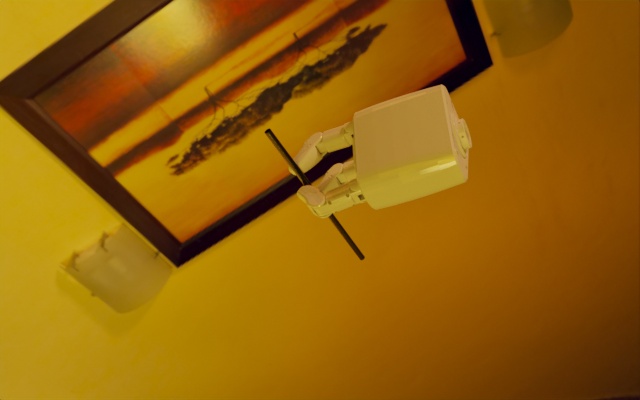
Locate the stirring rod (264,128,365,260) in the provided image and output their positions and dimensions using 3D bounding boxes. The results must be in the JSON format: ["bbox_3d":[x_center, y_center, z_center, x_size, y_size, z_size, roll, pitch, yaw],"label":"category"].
[{"bbox_3d":[0.000,0.002,0.593,0.011,0.011,0.240,0,-40,39],"label":"stirring rod"}]
